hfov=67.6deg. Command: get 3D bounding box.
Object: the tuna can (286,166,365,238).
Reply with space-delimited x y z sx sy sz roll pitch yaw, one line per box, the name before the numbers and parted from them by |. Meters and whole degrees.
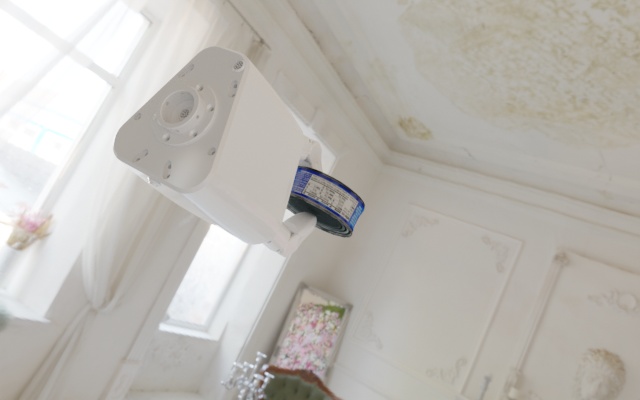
tuna can | 0.000 0.001 0.475 0.086 0.033 0.086 27 -14 7
